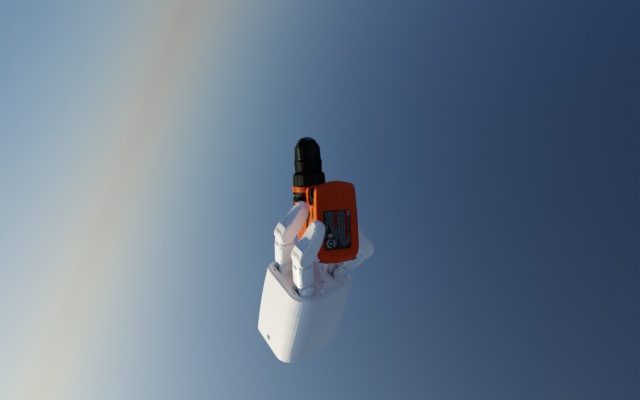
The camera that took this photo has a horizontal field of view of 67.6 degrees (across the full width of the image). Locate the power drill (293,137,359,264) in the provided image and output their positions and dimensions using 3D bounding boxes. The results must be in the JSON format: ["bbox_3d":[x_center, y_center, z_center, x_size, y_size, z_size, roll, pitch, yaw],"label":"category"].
[{"bbox_3d":[0.000,0.003,0.677,0.057,0.184,0.187,-7,8,-11],"label":"power drill"}]
